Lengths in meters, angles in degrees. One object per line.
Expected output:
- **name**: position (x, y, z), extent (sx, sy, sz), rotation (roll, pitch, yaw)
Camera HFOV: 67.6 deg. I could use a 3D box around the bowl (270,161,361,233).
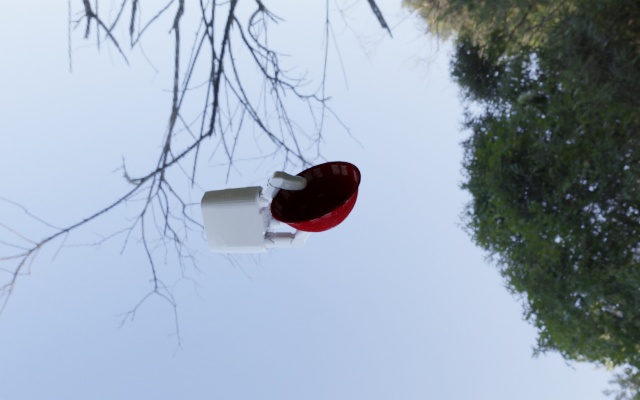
- **bowl**: position (0.001, 0.003, 0.794), extent (0.162, 0.055, 0.162), rotation (-19, 32, 13)
